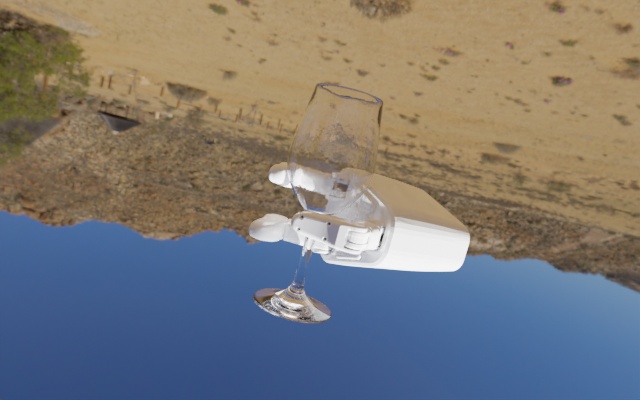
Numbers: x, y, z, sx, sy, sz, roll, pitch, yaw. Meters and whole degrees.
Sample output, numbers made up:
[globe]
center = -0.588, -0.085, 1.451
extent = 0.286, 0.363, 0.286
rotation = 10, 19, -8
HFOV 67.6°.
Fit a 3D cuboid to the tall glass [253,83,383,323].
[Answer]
[tall glass]
center = 0.000, 0.002, 0.429
extent = 0.079, 0.201, 0.079
rotation = 15, 6, -2
